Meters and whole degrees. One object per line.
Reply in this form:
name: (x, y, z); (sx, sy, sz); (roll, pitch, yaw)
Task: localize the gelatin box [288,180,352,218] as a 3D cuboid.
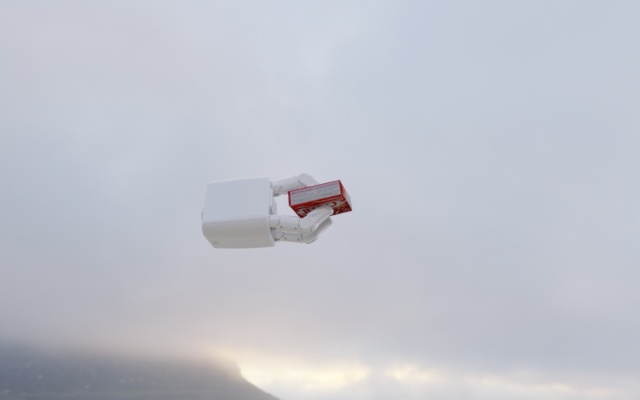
gelatin box: (0.000, 0.002, 0.770); (0.089, 0.030, 0.073); (-13, -25, 11)
